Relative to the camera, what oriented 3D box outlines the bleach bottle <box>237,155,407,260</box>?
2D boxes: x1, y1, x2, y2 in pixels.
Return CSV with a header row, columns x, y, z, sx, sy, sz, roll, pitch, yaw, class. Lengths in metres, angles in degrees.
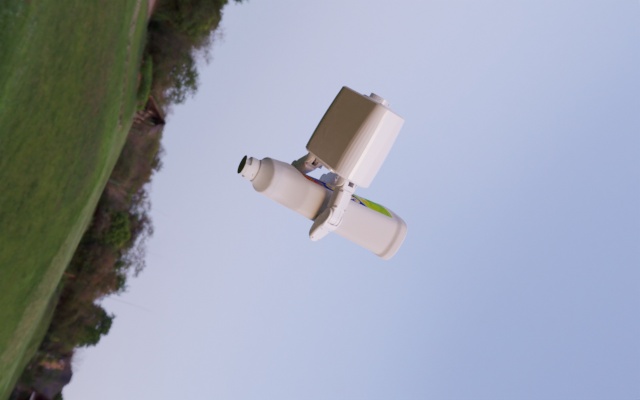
x,y,z,sx,sy,sz,roll,pitch,yaw,class
0.000,0.002,0.686,0.251,0.068,0.102,25,11,-26,bleach bottle
